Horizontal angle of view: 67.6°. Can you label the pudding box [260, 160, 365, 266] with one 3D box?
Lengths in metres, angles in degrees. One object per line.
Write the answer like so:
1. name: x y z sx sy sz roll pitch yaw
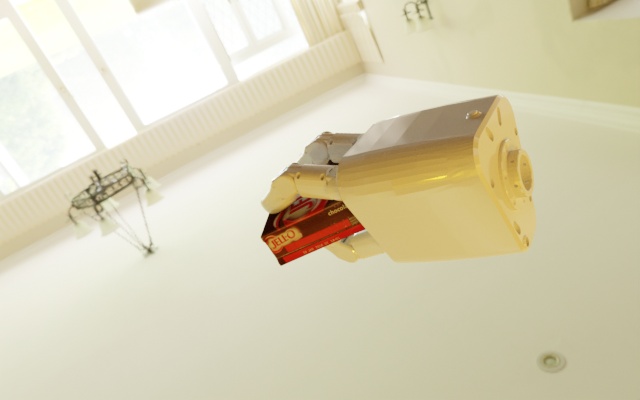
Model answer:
1. pudding box: 0.000 0.002 0.434 0.090 0.039 0.113 -24 20 15
